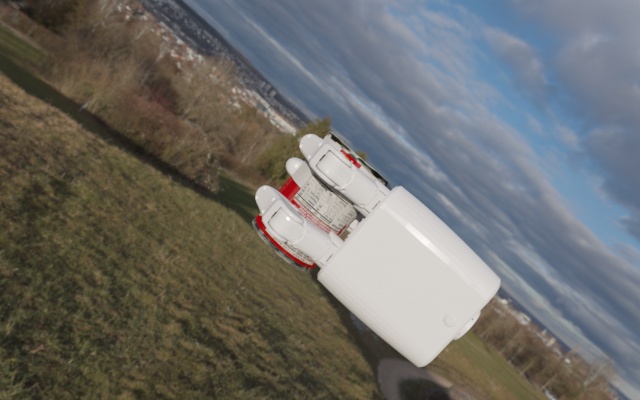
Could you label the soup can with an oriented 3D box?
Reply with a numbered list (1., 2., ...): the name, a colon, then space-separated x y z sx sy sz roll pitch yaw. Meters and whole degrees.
1. soup can: 0.000 0.001 0.409 0.068 0.102 0.068 40 7 -6
